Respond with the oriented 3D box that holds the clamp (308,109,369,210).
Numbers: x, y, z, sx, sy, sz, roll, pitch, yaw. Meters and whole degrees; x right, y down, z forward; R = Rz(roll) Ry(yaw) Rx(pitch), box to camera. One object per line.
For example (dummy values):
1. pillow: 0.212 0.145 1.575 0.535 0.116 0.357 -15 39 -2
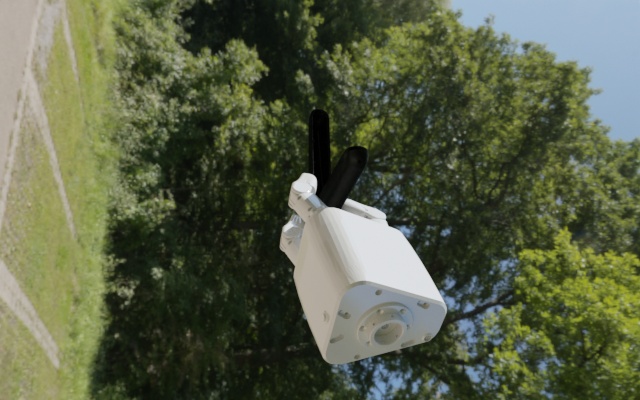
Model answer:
1. clamp: 0.001 0.002 0.561 0.036 0.210 0.164 4 29 -16
